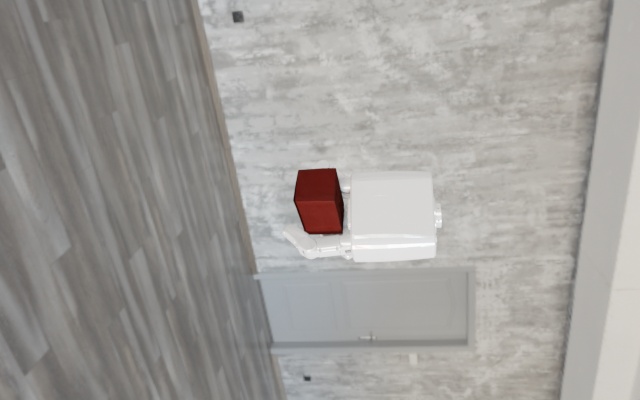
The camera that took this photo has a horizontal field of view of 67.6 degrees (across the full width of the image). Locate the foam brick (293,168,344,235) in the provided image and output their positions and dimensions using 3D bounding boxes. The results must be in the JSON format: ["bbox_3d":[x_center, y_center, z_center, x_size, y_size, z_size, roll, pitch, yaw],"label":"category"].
[{"bbox_3d":[0.000,0.002,0.616,0.051,0.053,0.078,-2,-37,11],"label":"foam brick"}]
